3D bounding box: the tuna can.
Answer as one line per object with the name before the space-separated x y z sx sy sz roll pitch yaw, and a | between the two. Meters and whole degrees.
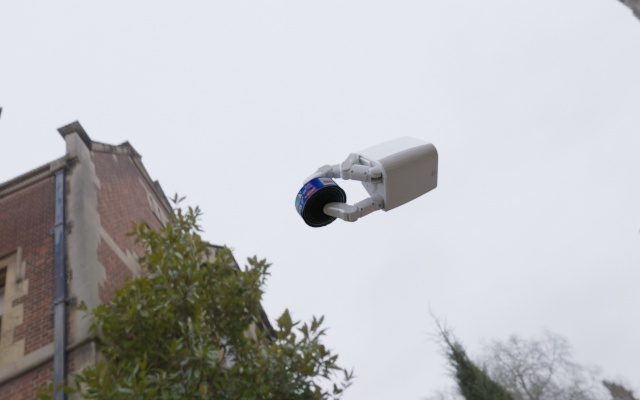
tuna can | 0.000 0.002 0.810 0.086 0.086 0.033 0 33 -35
